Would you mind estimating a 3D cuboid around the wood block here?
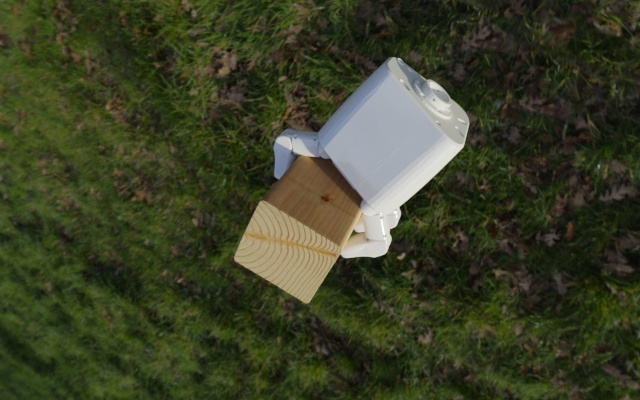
[{"bbox_3d":[0.000,0.001,0.540,0.091,0.090,0.206,31,36,3],"label":"wood block"}]
